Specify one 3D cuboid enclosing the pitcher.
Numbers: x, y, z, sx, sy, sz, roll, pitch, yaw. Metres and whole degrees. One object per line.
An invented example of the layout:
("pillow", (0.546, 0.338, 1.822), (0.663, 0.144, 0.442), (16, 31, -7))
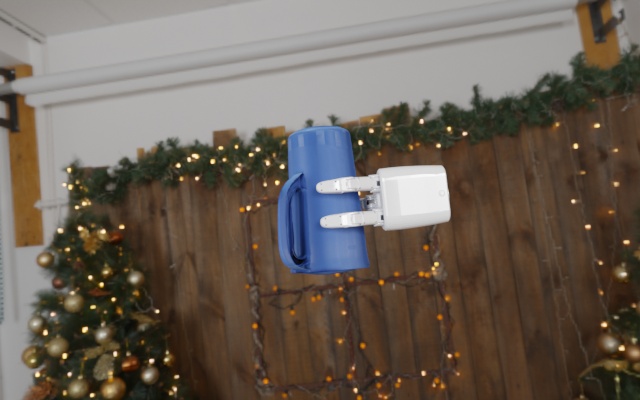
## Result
("pitcher", (0.000, 0.003, 0.802), (0.145, 0.243, 0.149), (-5, -6, -2))
